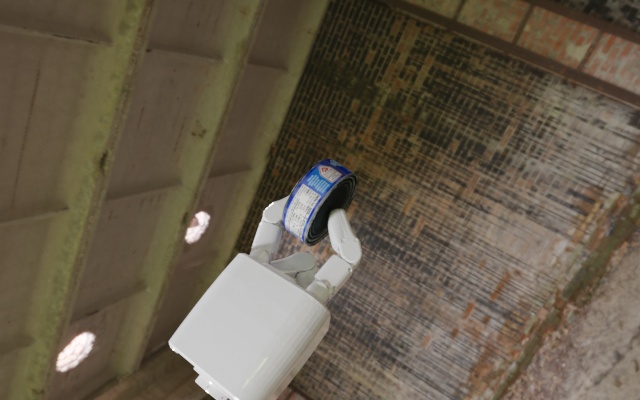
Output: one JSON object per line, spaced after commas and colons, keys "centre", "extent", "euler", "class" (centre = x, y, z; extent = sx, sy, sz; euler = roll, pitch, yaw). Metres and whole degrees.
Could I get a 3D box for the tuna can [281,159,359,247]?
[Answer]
{"centre": [0.000, 0.001, 0.477], "extent": [0.033, 0.086, 0.086], "euler": [35, 12, 18], "class": "tuna can"}
